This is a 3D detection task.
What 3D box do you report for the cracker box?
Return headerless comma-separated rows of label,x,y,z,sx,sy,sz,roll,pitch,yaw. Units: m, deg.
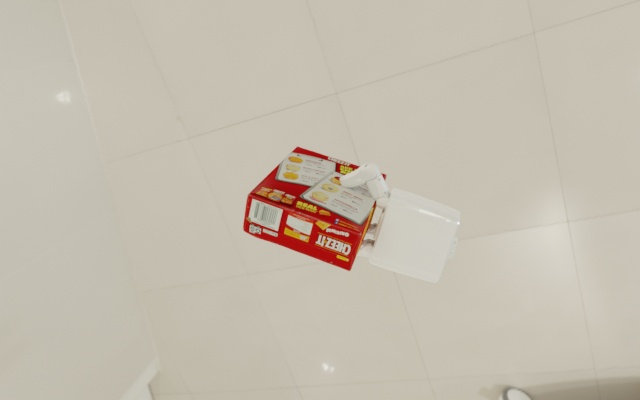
cracker box,0.000,0.002,0.730,0.164,0.072,0.213,19,28,8
